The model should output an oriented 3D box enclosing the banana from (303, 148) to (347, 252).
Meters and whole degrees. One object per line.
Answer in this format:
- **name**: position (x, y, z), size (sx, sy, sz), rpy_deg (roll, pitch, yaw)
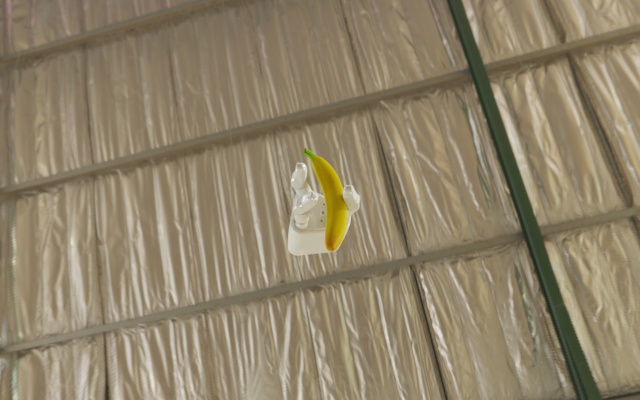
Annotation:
- **banana**: position (0.015, 0.000, 0.843), size (0.069, 0.197, 0.037), rpy_deg (1, -30, -33)
